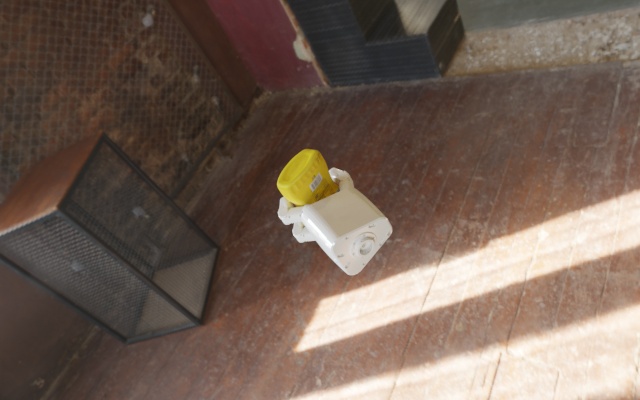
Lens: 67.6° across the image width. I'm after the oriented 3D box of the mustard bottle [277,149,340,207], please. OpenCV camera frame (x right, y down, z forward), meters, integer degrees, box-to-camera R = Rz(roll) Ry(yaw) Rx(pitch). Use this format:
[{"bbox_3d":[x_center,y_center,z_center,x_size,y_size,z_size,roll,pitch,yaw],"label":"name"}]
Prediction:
[{"bbox_3d":[0.000,0.003,0.881,0.058,0.096,0.192,12,-33,42],"label":"mustard bottle"}]
